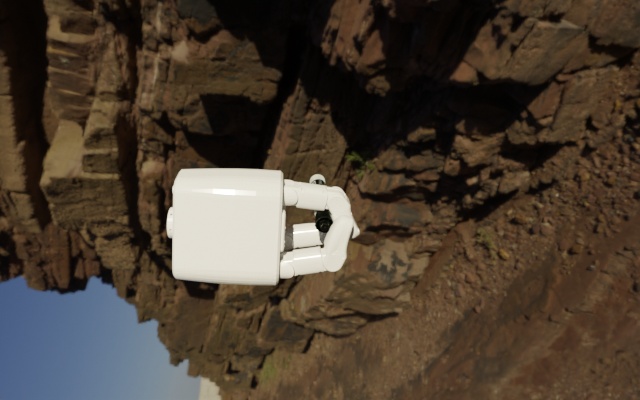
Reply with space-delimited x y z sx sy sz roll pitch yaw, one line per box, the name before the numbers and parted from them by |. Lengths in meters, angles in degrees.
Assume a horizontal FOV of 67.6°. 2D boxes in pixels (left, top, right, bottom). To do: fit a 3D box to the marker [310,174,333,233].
marker | 0.000 0.002 0.528 0.020 0.020 0.121 0 25 -4
